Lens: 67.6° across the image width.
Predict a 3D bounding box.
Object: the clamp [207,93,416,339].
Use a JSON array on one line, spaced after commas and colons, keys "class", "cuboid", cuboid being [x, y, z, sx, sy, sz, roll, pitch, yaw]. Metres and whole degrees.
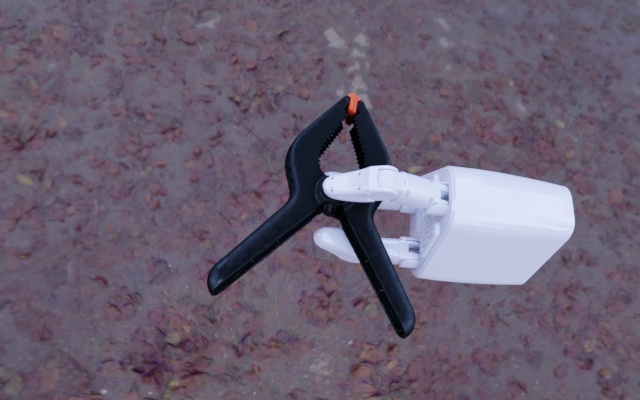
[{"class": "clamp", "cuboid": [0.000, 0.001, 0.403, 0.164, 0.210, 0.036, 7, -22, -6]}]
